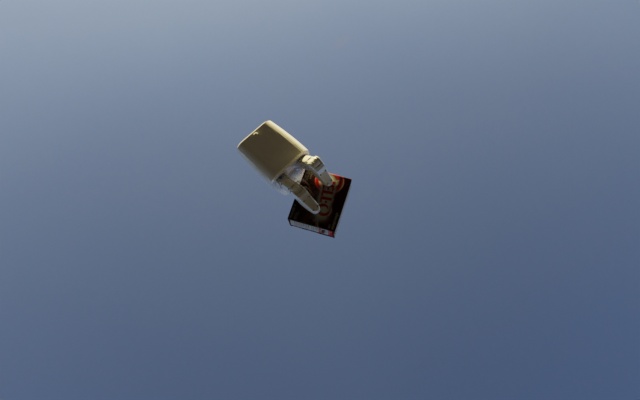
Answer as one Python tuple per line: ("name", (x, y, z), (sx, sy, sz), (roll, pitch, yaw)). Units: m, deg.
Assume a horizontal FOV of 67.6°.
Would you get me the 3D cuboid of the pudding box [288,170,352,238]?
("pudding box", (0.000, 0.003, 0.876), (0.090, 0.113, 0.039), (15, -21, 9))
